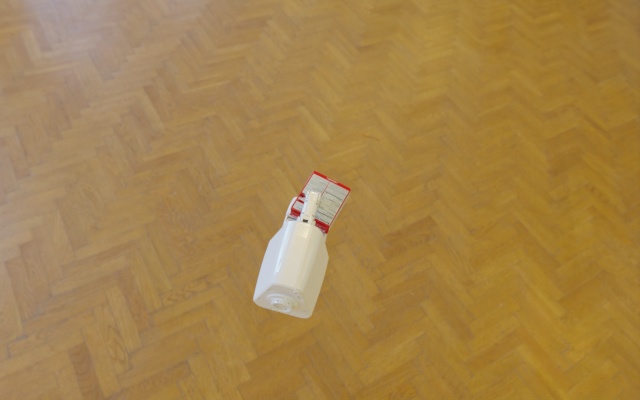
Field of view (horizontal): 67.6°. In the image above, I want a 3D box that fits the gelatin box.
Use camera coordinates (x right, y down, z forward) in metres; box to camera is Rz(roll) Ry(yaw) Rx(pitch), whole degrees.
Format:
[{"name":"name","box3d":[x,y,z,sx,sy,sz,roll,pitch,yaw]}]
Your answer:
[{"name":"gelatin box","box3d":[0.000,0.002,0.809,0.073,0.089,0.030,26,-28,8]}]
